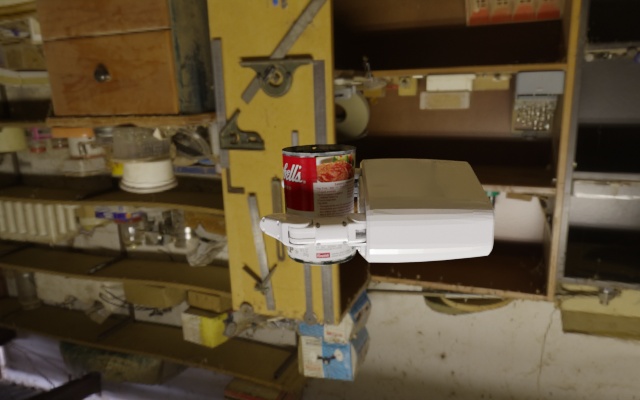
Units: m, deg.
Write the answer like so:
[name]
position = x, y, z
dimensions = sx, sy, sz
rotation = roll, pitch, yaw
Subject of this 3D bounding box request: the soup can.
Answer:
[soup can]
position = 0.000, 0.002, 0.447
dimensions = 0.068, 0.102, 0.068
rotation = -2, 13, 0
